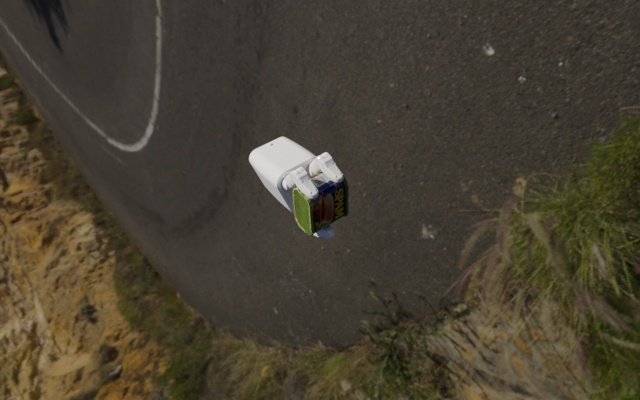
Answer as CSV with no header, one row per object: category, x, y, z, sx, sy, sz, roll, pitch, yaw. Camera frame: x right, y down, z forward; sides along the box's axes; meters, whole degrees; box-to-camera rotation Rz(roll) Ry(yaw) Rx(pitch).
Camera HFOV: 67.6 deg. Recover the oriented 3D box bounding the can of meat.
can of meat,0.000,0.003,0.846,0.084,0.102,0.057,-30,50,-25
